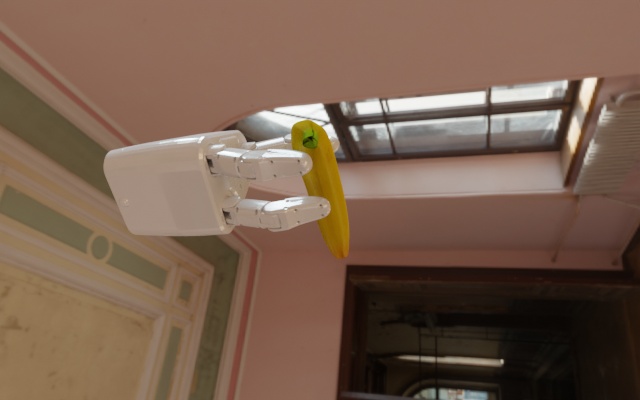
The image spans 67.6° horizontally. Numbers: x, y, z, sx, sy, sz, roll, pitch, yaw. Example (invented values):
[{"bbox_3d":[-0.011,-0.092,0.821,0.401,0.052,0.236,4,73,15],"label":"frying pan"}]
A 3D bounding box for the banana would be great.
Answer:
[{"bbox_3d":[0.000,-0.016,0.478,0.037,0.069,0.198,-5,-36,11],"label":"banana"}]
